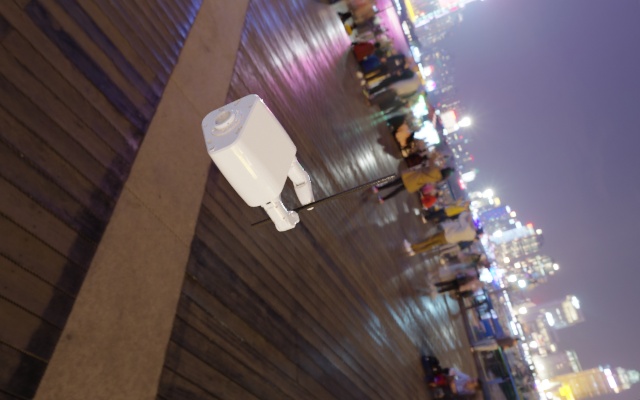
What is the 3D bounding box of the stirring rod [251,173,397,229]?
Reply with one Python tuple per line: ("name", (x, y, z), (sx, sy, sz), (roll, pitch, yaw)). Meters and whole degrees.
("stirring rod", (0.000, 0.002, 0.723), (0.239, 0.011, 0.011), (-20, -6, 17))
